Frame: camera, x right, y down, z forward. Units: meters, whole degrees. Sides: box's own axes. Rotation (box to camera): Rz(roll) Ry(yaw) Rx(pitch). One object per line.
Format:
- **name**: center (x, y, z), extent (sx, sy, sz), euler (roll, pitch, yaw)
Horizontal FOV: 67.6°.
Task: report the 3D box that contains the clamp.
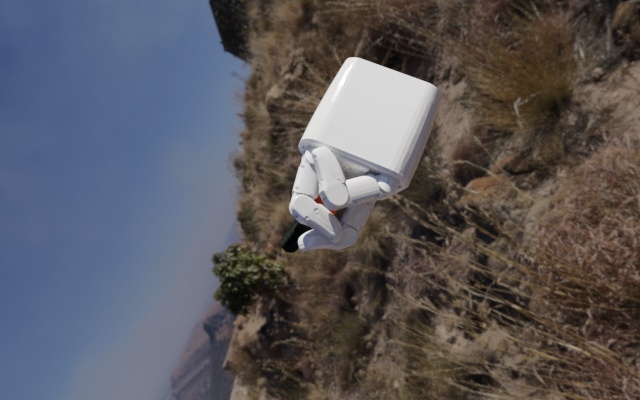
- **clamp**: center (0.000, 0.002, 0.558), extent (0.039, 0.120, 0.171), euler (28, -15, -7)
